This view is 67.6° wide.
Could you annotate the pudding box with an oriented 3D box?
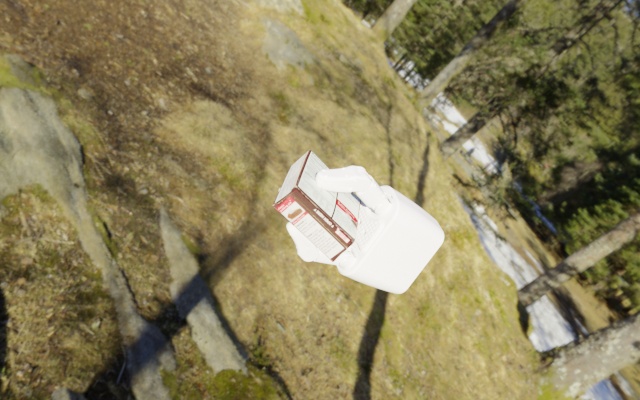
[{"bbox_3d":[0.000,0.002,0.531,0.039,0.090,0.113,-42,14,21],"label":"pudding box"}]
